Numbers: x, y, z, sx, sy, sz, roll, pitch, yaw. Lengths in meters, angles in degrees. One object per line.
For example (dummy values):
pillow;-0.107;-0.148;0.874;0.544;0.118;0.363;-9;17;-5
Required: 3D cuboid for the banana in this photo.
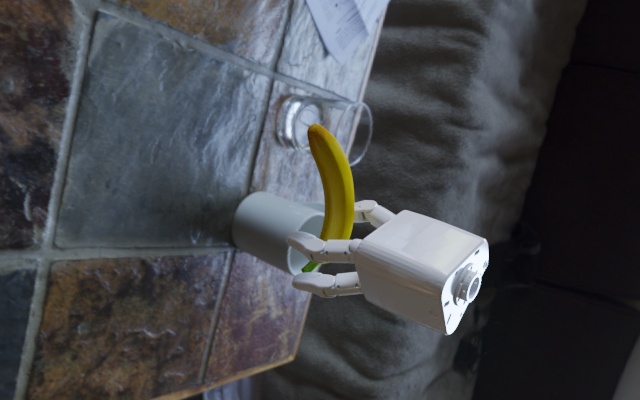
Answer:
banana;0.013;0.000;0.585;0.037;0.198;0.069;22;30;39
